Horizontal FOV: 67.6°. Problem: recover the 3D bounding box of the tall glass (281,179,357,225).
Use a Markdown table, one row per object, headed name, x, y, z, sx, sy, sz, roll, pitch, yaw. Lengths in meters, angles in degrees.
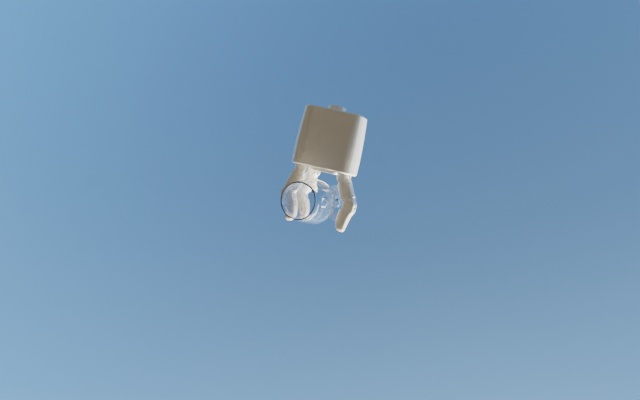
| name | x | y | z | sx | sy | sz | roll | pitch | yaw |
| --- | --- | --- | --- | --- | --- | --- | --- | --- | --- |
| tall glass | 0.000 | 0.003 | 0.850 | 0.079 | 0.079 | 0.201 | 0 | -1 | 21 |
